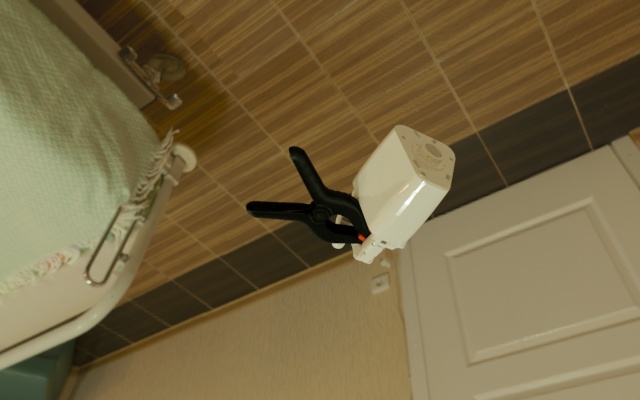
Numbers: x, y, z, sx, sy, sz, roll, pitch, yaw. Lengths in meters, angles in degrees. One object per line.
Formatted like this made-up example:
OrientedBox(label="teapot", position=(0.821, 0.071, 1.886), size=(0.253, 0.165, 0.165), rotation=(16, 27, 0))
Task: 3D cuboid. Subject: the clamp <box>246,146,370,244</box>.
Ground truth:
OrientedBox(label="clamp", position=(0.000, 0.003, 0.627), size=(0.171, 0.039, 0.120), rotation=(21, -50, -16))
